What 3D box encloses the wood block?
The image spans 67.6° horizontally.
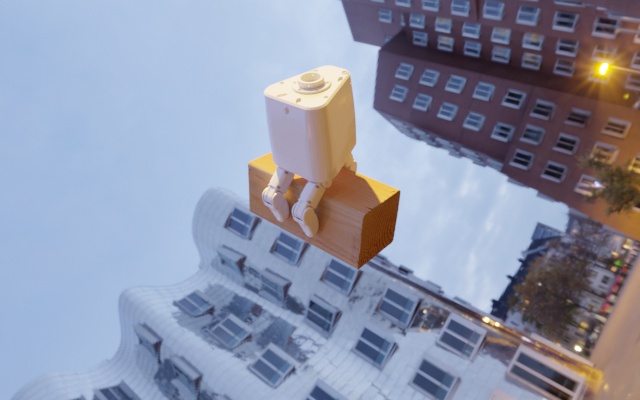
[{"bbox_3d":[0.000,0.002,0.688,0.206,0.090,0.090,25,38,32],"label":"wood block"}]
